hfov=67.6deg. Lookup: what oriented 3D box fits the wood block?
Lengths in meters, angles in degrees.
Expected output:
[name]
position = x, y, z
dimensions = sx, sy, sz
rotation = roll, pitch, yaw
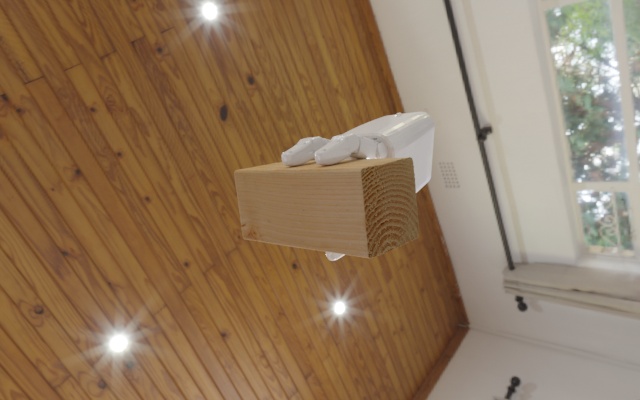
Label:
[wood block]
position = 0.000, 0.002, 0.555
dimensions = 0.206, 0.091, 0.090
rotation = 2, 13, 45
